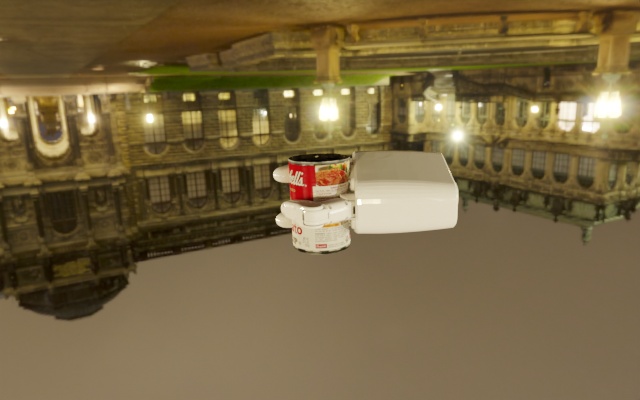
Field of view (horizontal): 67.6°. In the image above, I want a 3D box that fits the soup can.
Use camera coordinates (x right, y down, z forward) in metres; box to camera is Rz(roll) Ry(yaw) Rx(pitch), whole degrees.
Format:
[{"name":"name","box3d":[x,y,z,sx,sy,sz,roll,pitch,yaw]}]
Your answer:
[{"name":"soup can","box3d":[0.000,0.002,0.536,0.068,0.102,0.068,-2,13,0]}]
